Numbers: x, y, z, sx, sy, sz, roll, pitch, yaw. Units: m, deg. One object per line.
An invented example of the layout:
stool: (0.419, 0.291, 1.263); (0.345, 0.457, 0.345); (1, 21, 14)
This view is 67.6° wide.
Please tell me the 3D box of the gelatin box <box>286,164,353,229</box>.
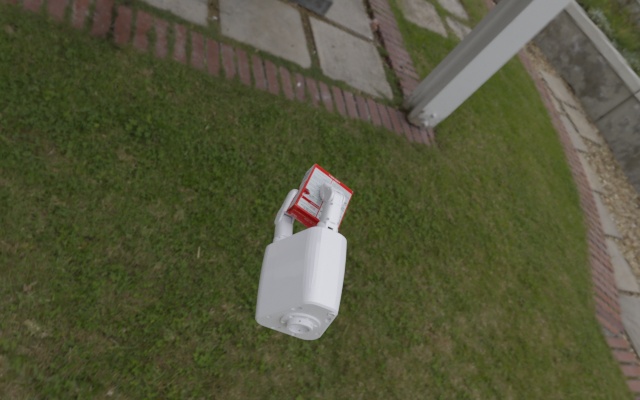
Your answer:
gelatin box: (0.000, 0.002, 0.689); (0.073, 0.089, 0.030); (36, -40, -14)
